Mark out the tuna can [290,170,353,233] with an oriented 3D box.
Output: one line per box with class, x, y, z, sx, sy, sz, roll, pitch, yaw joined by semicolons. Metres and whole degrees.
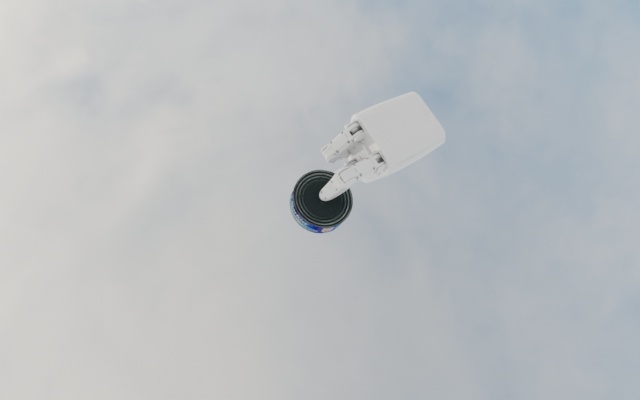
tuna can;0.000;0.002;0.674;0.086;0.086;0.034;0;-20;-14
